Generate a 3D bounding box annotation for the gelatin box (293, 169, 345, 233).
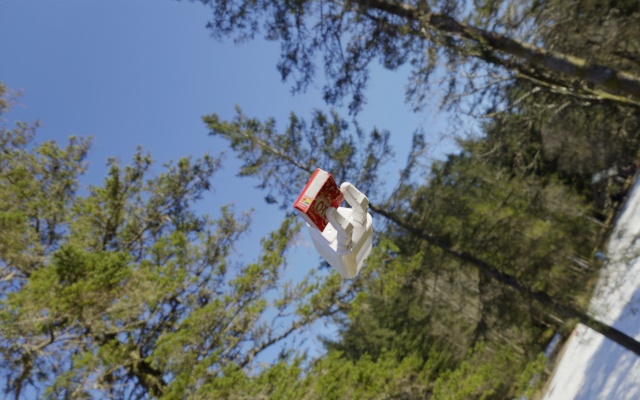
[{"bbox_3d":[0.000,0.002,0.766,0.030,0.073,0.089,27,-14,28],"label":"gelatin box"}]
